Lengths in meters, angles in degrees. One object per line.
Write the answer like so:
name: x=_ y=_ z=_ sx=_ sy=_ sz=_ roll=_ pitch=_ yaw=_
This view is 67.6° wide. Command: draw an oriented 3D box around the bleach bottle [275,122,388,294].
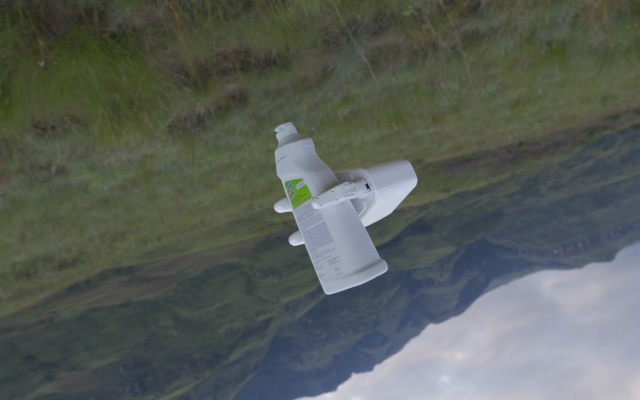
bleach bottle: x=0.000 y=0.002 z=0.684 sx=0.068 sy=0.251 sz=0.102 roll=-18 pitch=-8 yaw=-41
